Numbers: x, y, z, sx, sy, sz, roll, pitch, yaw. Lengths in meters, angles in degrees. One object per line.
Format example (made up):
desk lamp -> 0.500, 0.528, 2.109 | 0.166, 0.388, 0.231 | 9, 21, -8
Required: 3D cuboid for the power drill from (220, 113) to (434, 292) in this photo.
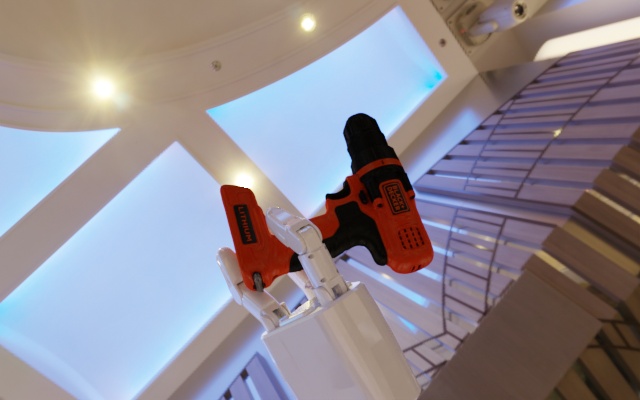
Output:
power drill -> 0.000, 0.002, 0.477 | 0.187, 0.184, 0.057 | -14, -28, -8
